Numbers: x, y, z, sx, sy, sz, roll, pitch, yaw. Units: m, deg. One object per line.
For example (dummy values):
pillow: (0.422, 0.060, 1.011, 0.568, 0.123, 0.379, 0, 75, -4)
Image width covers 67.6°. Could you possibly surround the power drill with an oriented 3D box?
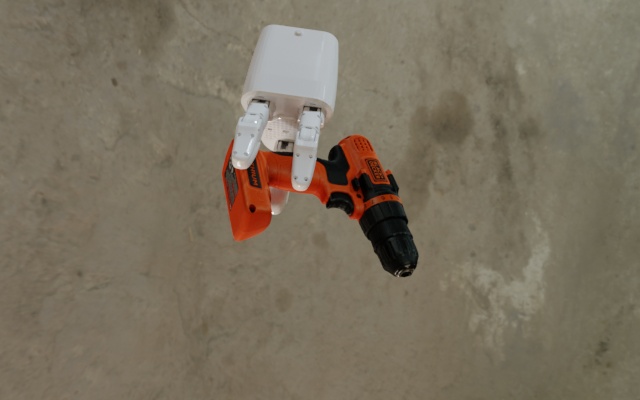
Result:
power drill: (0.000, 0.001, 0.498, 0.187, 0.184, 0.057, 2, -41, -27)
